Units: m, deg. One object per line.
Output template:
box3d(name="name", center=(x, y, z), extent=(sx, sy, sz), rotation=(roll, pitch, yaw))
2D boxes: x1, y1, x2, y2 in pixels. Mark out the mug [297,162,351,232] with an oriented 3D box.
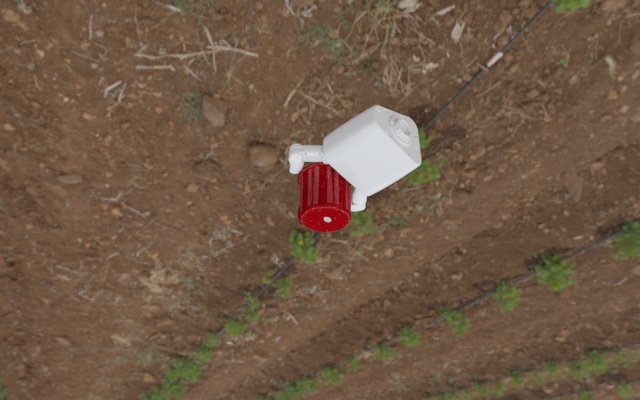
box3d(name="mug", center=(-0.001, 0.003, 0.773), extent=(0.093, 0.081, 0.117), rotation=(25, -41, -32))
